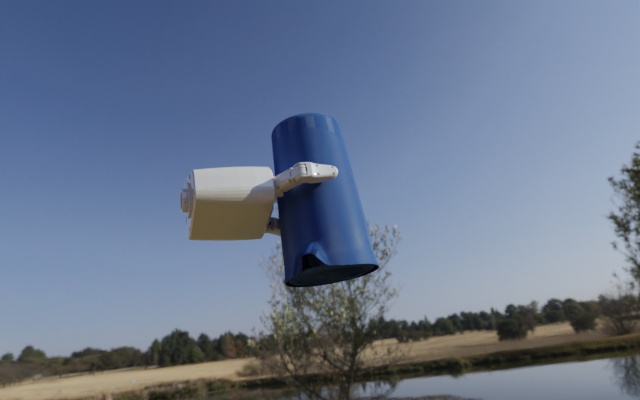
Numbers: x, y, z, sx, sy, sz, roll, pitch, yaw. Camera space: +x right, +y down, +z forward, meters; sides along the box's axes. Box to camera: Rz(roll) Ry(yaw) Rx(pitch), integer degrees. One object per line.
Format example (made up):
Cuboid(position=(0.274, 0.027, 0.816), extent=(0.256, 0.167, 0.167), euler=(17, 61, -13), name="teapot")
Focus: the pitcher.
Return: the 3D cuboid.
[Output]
Cuboid(position=(0.000, 0.002, 0.709), extent=(0.145, 0.242, 0.149), euler=(-2, -21, -23), name="pitcher")
